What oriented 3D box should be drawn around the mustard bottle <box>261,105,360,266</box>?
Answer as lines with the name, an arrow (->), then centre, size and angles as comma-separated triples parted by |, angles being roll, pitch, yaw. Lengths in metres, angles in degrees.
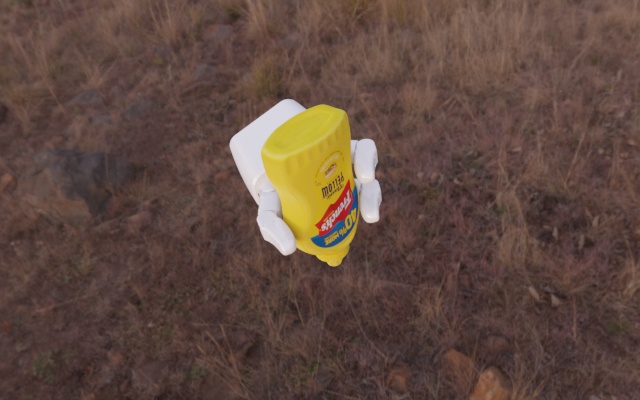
mustard bottle -> 0.000, 0.002, 0.513 | 0.058, 0.192, 0.096 | 24, 52, 35
